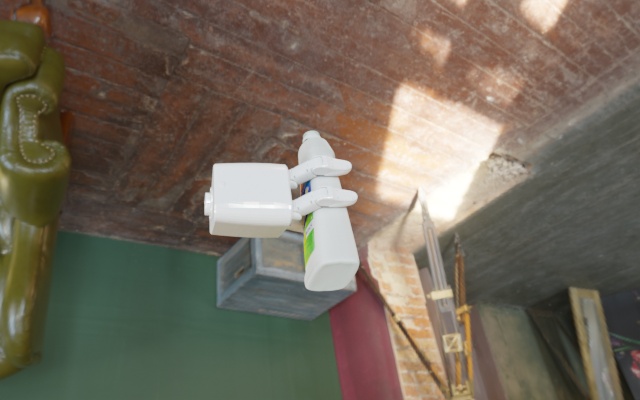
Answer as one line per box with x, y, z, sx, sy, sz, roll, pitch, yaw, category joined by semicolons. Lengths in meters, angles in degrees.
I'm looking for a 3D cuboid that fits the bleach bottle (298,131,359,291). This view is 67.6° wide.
0.000;0.002;0.728;0.068;0.250;0.103;1;-35;-16;bleach bottle
